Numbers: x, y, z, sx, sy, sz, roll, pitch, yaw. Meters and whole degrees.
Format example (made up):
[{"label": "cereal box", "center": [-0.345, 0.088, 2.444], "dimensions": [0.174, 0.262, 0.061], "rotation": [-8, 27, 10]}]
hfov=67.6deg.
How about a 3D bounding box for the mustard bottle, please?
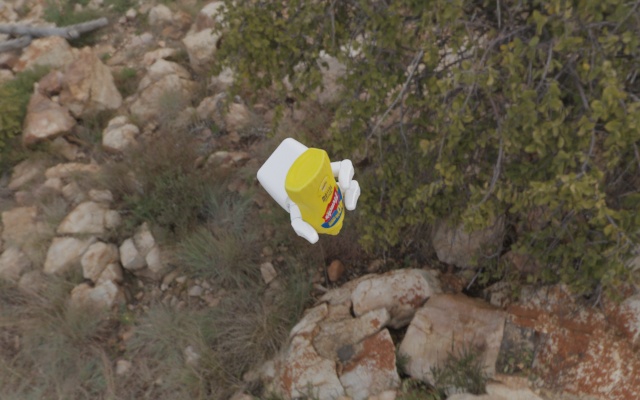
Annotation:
[{"label": "mustard bottle", "center": [0.000, 0.003, 0.854], "dimensions": [0.058, 0.096, 0.192], "rotation": [13, -31, 29]}]
